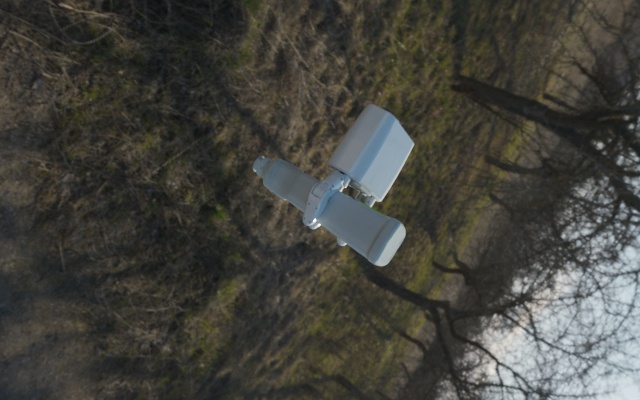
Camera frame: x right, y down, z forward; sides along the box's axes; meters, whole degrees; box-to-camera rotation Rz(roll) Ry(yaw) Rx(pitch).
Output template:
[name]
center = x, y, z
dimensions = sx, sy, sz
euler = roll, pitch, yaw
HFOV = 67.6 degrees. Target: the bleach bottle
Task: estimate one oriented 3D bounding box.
[bleach bottle]
center = 0.000, 0.002, 0.700
dimensions = 0.250, 0.068, 0.102
euler = 32, -2, 20
